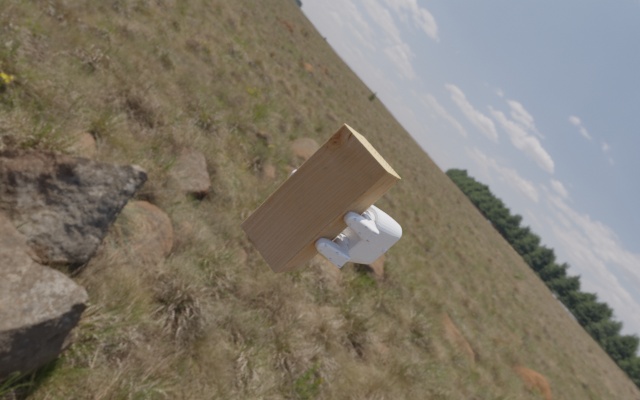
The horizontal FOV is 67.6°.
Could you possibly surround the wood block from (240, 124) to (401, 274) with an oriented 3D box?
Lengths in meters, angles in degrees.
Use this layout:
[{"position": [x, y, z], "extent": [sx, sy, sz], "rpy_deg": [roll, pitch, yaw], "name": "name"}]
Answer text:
[{"position": [0.000, 0.002, 0.678], "extent": [0.206, 0.090, 0.090], "rpy_deg": [-43, -18, 13], "name": "wood block"}]
